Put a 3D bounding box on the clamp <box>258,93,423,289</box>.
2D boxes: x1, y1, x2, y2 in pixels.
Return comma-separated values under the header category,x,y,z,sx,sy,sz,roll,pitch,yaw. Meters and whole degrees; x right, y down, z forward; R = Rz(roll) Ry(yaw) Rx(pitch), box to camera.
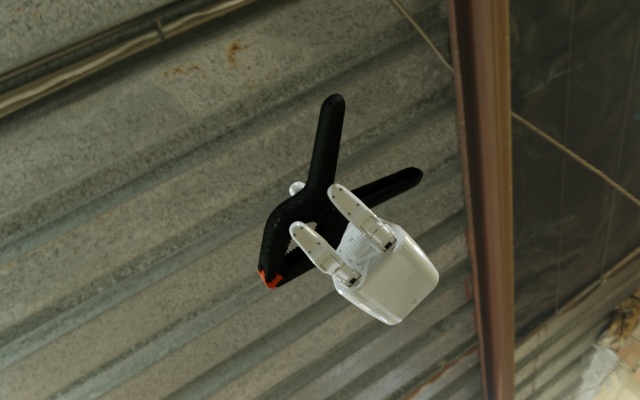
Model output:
category,x,y,z,sx,sy,sz,roll,pitch,yaw
clamp,-0.001,0.002,0.503,0.165,0.210,0.036,43,3,-40
